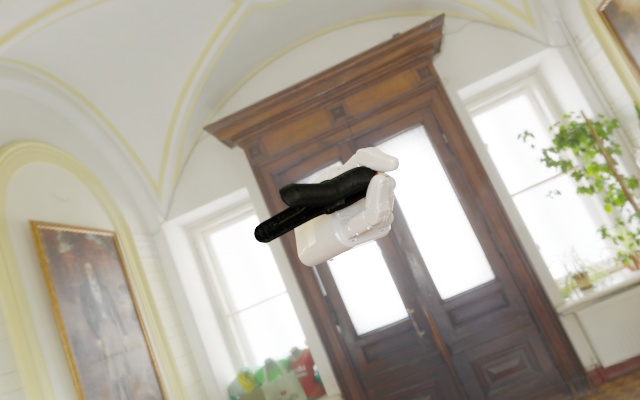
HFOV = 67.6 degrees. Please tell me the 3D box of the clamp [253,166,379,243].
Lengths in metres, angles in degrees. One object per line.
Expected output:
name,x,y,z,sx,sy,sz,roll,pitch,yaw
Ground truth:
clamp,0.000,0.001,0.566,0.171,0.039,0.120,-14,-14,-39
